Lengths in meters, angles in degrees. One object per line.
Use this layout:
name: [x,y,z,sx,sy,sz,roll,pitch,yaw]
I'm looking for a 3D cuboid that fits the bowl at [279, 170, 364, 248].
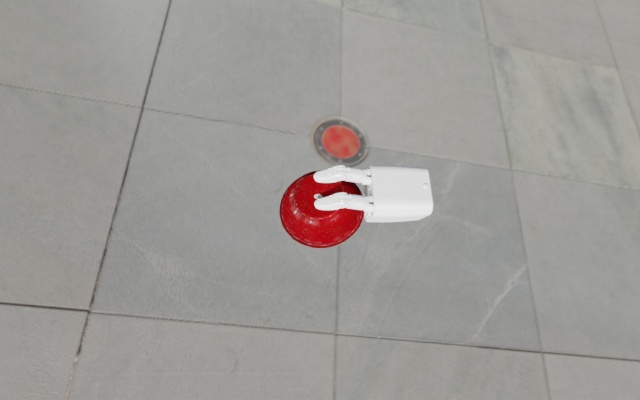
bowl: [-0.001,0.003,0.873,0.162,0.162,0.055,0,-26,6]
